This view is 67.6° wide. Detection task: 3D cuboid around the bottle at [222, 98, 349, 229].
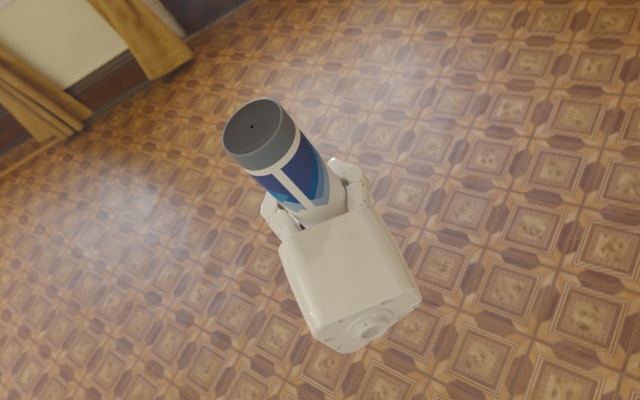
[{"bbox_3d":[0.000,0.002,0.550,0.069,0.069,0.296,0,-28,29],"label":"bottle"}]
